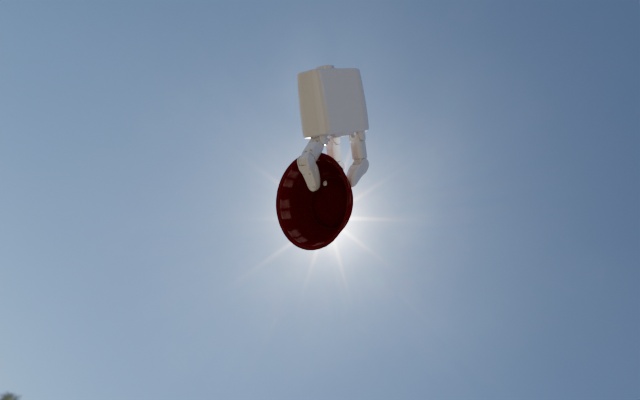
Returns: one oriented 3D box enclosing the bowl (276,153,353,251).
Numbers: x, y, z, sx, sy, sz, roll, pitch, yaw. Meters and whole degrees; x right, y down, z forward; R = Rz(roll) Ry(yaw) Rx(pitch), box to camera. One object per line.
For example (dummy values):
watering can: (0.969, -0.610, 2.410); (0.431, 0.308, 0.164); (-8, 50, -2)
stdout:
bowl: (0.000, 0.004, 0.798); (0.162, 0.162, 0.055); (0, -4, 40)
